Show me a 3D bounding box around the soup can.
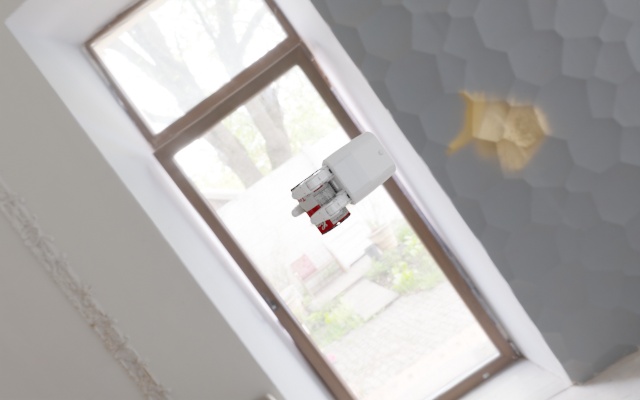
[{"bbox_3d":[0.000,0.003,0.868,0.068,0.102,0.068,-35,4,3],"label":"soup can"}]
